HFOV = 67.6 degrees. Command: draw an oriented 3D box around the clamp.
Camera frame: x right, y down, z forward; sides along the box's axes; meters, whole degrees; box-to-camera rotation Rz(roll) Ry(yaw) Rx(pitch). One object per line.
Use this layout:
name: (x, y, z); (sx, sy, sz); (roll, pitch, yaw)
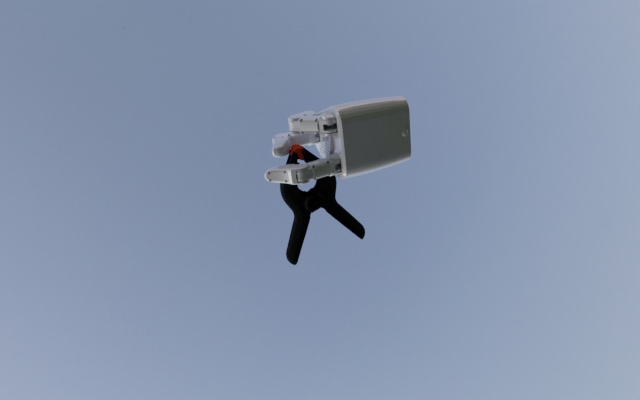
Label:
clamp: (0.000, 0.002, 0.672); (0.120, 0.171, 0.039); (-14, 23, -17)
